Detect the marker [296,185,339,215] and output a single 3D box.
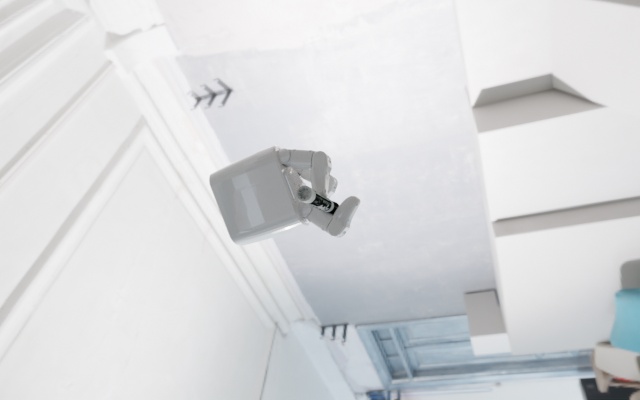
[{"bbox_3d":[0.000,0.002,0.592,0.020,0.020,0.121,0,-9,19],"label":"marker"}]
